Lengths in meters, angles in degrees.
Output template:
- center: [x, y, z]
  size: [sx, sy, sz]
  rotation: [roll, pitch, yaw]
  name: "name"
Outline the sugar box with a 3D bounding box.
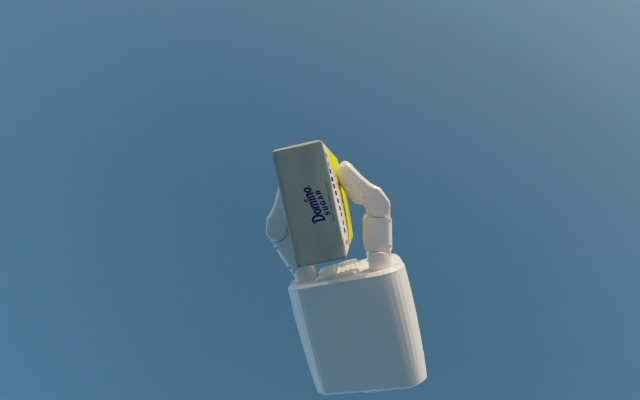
- center: [0.001, 0.001, 0.441]
  size: [0.048, 0.093, 0.176]
  rotation: [-12, 0, 3]
  name: "sugar box"
